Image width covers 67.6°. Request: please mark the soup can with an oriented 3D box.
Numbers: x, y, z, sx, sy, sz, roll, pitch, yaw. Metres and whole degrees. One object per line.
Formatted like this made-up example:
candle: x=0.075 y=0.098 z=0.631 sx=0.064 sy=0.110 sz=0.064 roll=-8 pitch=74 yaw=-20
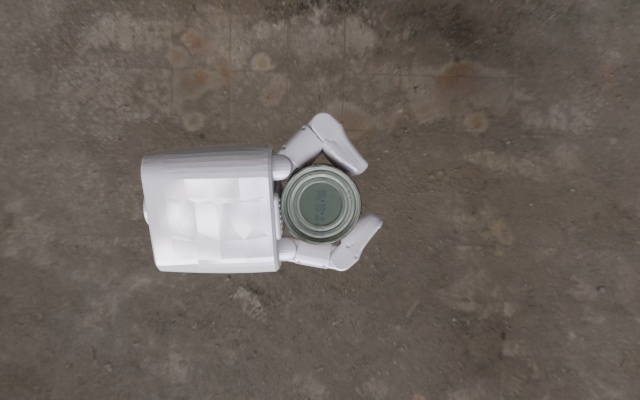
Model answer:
soup can: x=0.001 y=0.002 z=0.430 sx=0.068 sy=0.068 sz=0.102 roll=0 pitch=2 yaw=0
